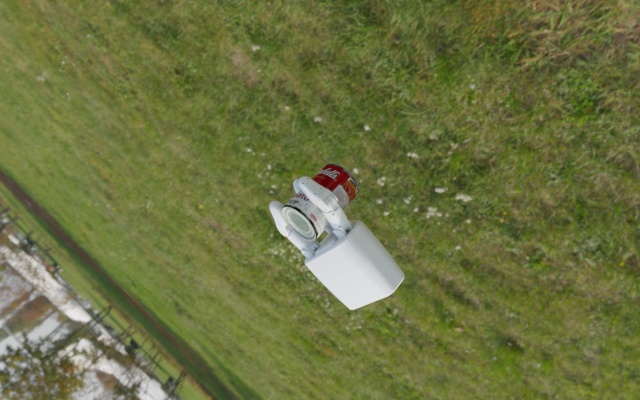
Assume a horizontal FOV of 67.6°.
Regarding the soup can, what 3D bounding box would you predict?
[{"bbox_3d":[0.000,0.002,0.701,0.102,0.068,0.068,-45,25,-28],"label":"soup can"}]
